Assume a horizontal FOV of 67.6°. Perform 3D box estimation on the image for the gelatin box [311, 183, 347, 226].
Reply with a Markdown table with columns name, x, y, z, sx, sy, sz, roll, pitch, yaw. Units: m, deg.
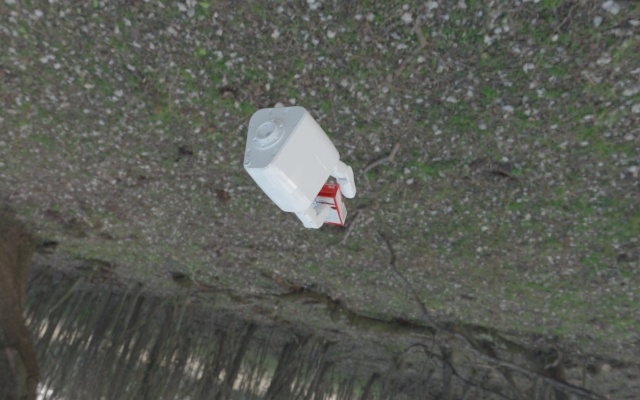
| name | x | y | z | sx | sy | sz | roll | pitch | yaw |
| --- | --- | --- | --- | --- | --- | --- | --- | --- | --- |
| gelatin box | 0.000 | 0.003 | 0.789 | 0.073 | 0.030 | 0.089 | 8 | -31 | 19 |
